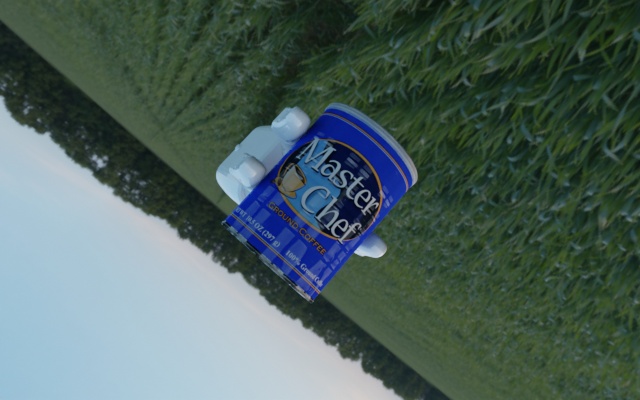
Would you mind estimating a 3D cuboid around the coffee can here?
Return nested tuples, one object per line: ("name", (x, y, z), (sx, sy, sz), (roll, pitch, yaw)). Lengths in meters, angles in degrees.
("coffee can", (0.000, 0.001, 0.413), (0.103, 0.140, 0.103), (40, -9, 8))
